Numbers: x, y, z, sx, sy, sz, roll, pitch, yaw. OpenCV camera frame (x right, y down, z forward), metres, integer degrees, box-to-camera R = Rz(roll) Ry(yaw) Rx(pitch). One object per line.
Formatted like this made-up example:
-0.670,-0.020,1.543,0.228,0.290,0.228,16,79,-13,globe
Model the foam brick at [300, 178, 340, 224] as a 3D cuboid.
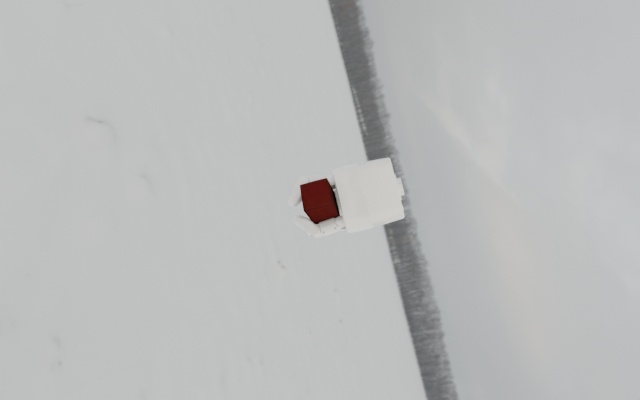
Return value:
0.000,0.003,0.845,0.051,0.053,0.078,-14,-22,8,foam brick
